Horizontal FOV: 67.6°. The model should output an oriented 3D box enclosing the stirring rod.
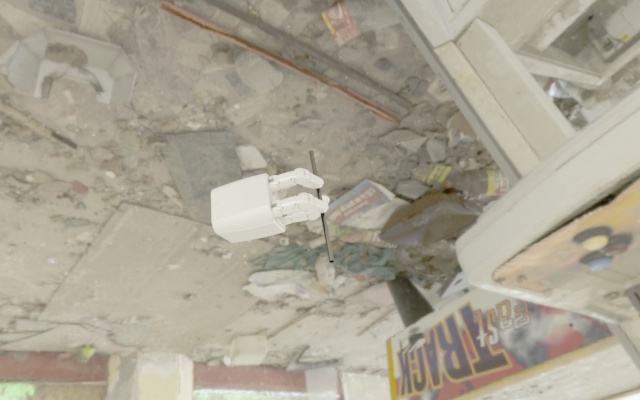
[{"bbox_3d":[0.000,0.003,0.847,0.011,0.239,0.011,-7,-35,-5],"label":"stirring rod"}]
